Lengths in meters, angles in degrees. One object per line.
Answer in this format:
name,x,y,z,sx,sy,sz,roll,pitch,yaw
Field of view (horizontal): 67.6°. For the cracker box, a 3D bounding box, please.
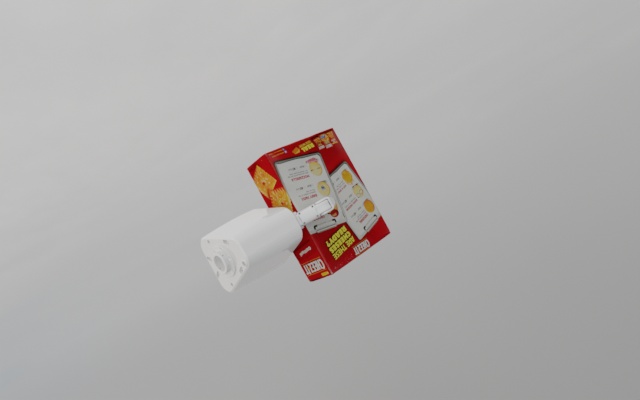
cracker box,0.000,0.002,0.802,0.164,0.213,0.072,-28,-1,-41
